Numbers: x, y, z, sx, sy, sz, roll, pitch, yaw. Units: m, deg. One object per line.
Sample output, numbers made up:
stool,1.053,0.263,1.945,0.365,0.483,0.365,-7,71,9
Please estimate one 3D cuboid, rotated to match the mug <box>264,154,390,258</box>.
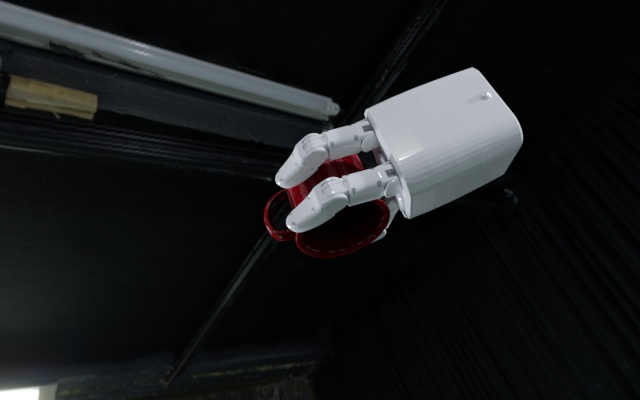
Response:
mug,-0.001,0.002,0.474,0.117,0.081,0.093,-22,-37,2
